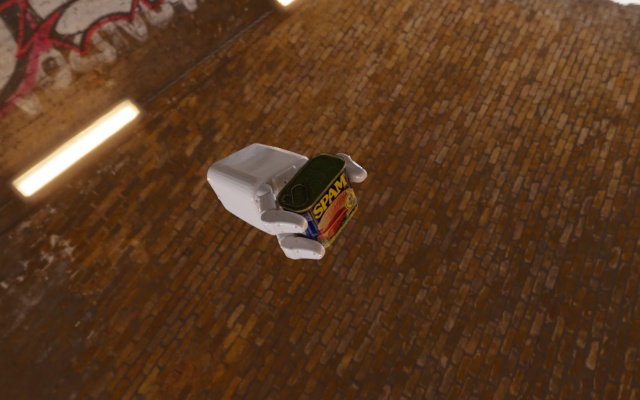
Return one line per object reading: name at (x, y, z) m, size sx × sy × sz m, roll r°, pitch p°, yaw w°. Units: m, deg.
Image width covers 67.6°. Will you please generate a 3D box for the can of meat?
can of meat at (0.000, 0.002, 0.630) m, size 0.057 × 0.102 × 0.084 m, roll 19°, pitch -33°, yaw 36°
